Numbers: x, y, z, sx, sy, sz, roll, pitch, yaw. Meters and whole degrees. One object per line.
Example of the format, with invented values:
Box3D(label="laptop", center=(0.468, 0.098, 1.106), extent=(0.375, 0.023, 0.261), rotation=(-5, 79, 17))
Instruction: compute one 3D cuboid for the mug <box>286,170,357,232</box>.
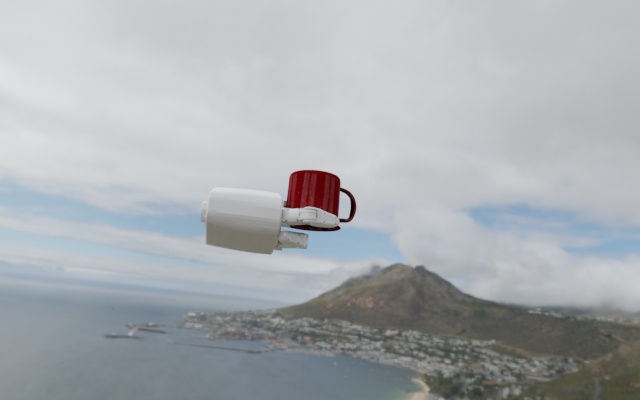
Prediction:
Box3D(label="mug", center=(0.002, 0.002, 0.745), extent=(0.117, 0.081, 0.093), rotation=(7, -12, -11))
